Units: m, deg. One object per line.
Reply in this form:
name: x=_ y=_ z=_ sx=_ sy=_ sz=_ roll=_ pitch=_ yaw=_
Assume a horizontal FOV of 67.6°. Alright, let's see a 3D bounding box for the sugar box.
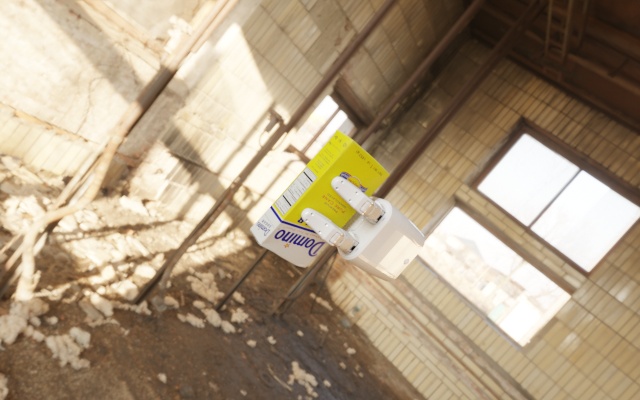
sugar box: x=0.001 y=0.002 z=0.629 sx=0.093 sy=0.176 sz=0.048 roll=35 pitch=7 yaw=-42
